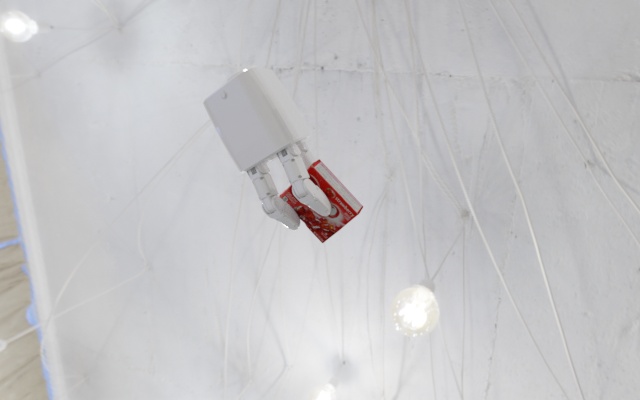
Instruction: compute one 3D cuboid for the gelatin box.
[{"bbox_3d":[0.000,0.002,0.635,0.073,0.089,0.030,-42,3,32],"label":"gelatin box"}]
